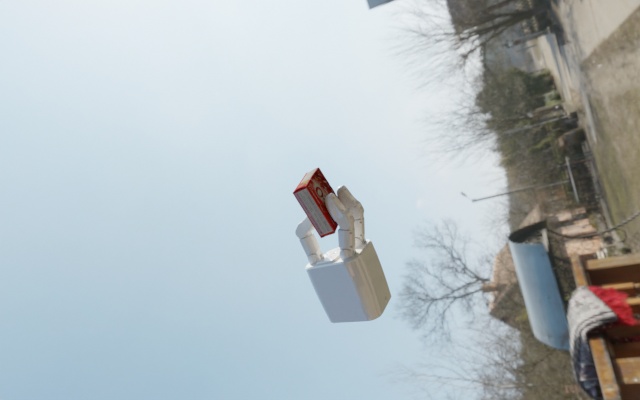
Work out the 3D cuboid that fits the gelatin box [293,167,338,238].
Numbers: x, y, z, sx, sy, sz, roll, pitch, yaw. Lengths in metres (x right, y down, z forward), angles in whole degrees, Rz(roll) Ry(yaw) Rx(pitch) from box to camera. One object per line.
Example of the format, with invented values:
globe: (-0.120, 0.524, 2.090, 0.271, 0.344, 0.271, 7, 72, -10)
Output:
gelatin box: (0.000, 0.002, 0.750, 0.030, 0.089, 0.073, -24, 18, 27)
